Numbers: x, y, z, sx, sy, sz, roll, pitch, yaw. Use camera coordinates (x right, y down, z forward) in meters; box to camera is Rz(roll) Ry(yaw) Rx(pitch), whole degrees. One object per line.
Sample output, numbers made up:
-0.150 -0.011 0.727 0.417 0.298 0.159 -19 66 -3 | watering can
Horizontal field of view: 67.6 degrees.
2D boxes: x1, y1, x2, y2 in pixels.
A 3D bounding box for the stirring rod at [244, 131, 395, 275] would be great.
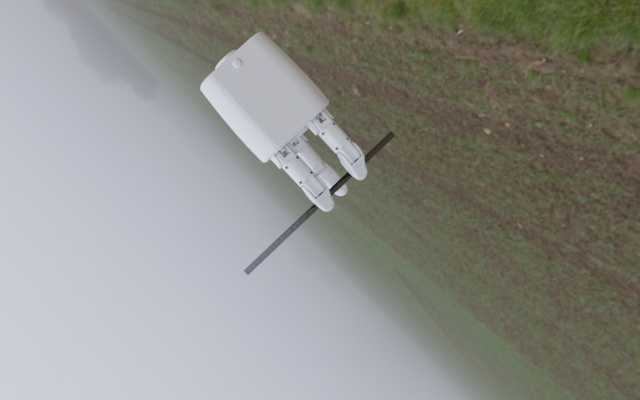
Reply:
0.000 0.002 0.567 0.239 0.011 0.011 -43 4 -5 | stirring rod
